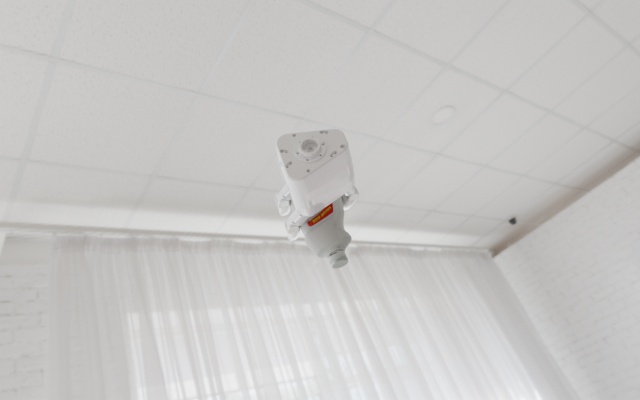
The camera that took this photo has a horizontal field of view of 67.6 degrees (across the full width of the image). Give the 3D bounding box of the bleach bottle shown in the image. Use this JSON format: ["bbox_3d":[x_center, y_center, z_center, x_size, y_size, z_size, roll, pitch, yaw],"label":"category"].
[{"bbox_3d":[0.000,0.003,0.852,0.102,0.250,0.068,-20,-31,-3],"label":"bleach bottle"}]
